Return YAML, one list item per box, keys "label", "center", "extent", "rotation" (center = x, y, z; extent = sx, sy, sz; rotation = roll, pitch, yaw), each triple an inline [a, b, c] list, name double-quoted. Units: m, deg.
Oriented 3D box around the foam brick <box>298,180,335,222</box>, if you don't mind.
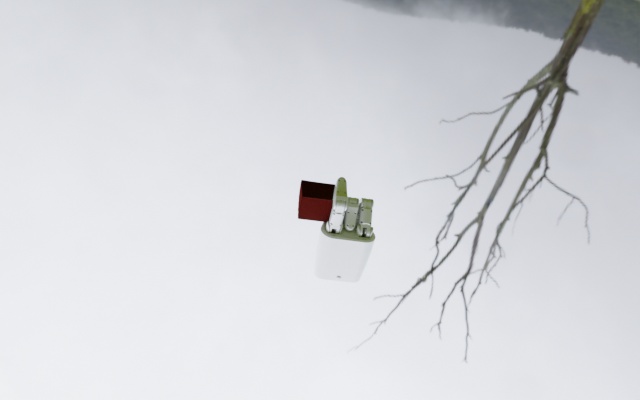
- label: "foam brick"
  center: [0.000, 0.003, 0.846]
  extent: [0.078, 0.051, 0.053]
  rotation: [8, 36, -7]
